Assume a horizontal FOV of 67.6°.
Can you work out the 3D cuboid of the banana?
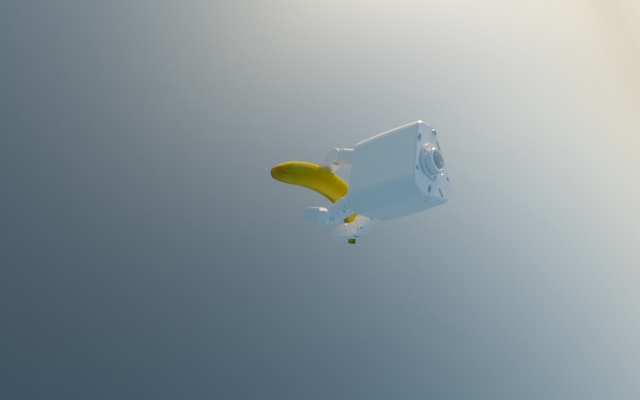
[{"bbox_3d":[0.009,-0.011,0.726,0.037,0.069,0.198,-9,-41,47],"label":"banana"}]
